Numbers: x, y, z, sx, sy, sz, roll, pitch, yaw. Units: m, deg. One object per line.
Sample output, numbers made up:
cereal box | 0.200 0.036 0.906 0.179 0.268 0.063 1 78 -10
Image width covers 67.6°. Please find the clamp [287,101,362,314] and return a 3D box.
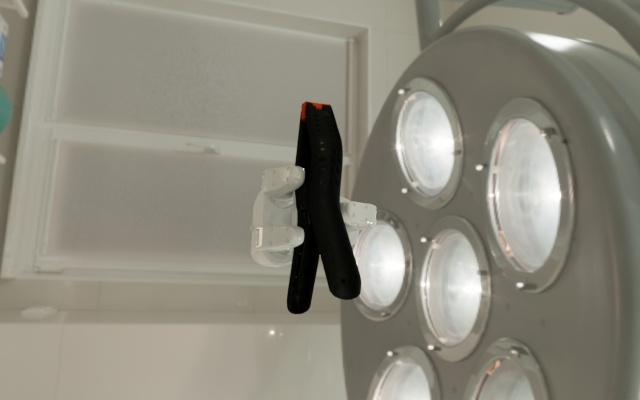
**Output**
clamp | 0.001 0.001 0.442 0.036 0.210 0.164 5 -11 -17
